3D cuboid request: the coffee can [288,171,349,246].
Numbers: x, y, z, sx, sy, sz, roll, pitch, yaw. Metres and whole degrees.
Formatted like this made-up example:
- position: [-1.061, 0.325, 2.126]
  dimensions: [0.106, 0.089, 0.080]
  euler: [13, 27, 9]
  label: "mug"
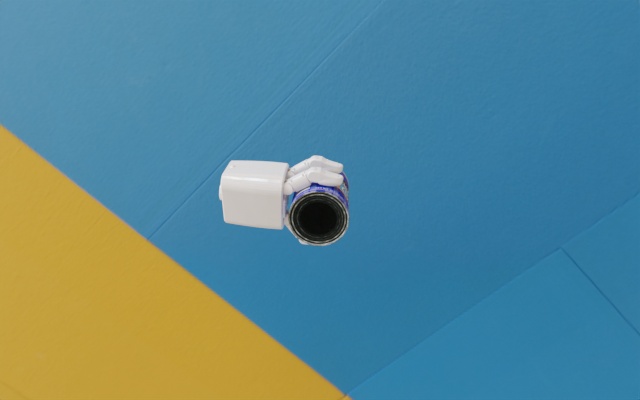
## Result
- position: [0.000, 0.003, 0.855]
  dimensions: [0.103, 0.103, 0.140]
  euler: [0, 25, 3]
  label: "coffee can"
